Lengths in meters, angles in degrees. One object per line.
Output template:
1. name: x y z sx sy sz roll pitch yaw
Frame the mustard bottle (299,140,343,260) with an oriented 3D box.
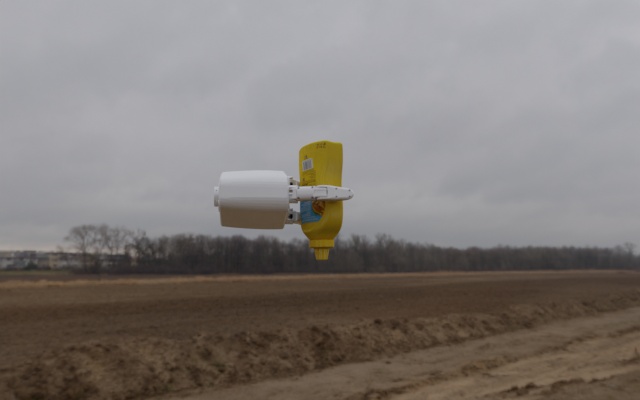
1. mustard bottle: 0.000 0.002 0.792 0.058 0.191 0.096 4 -9 -33
